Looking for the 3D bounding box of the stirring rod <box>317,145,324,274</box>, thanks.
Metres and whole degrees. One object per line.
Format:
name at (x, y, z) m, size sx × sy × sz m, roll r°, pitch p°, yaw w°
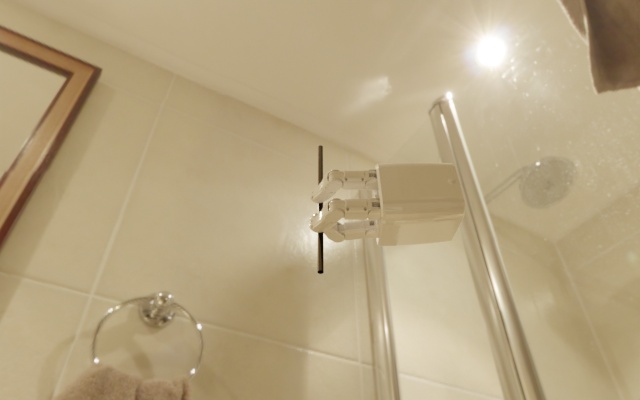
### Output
stirring rod at (0.000, 0.002, 0.677) m, size 0.011 × 0.239 × 0.011 m, roll 0°, pitch -44°, yaw 0°
